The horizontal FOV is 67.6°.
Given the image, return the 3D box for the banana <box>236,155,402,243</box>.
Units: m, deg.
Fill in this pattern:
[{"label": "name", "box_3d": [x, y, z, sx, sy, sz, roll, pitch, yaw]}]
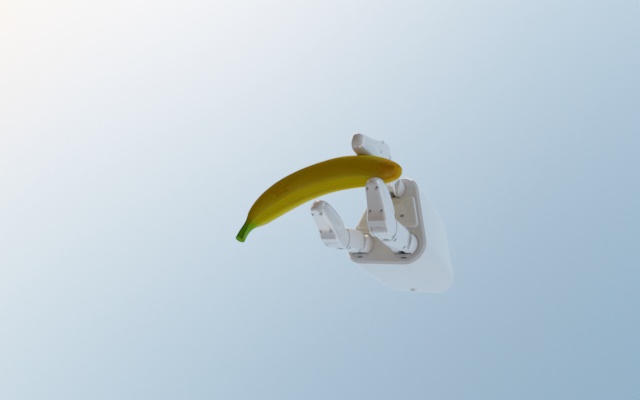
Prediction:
[{"label": "banana", "box_3d": [-0.005, -0.011, 0.526, 0.198, 0.069, 0.037, -24, -42, 19]}]
